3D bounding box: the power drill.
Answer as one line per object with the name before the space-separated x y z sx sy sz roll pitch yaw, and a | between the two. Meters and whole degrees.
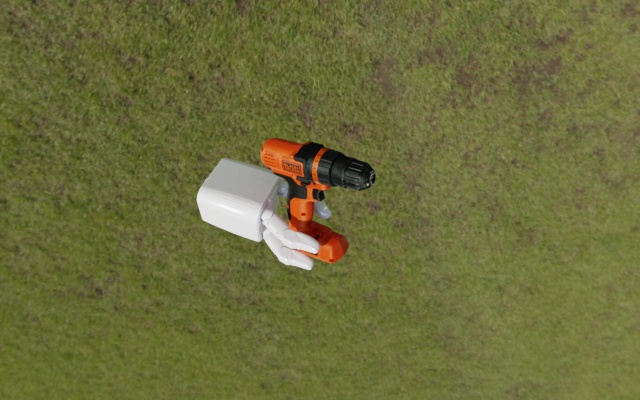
power drill | 0.000 0.003 0.719 0.184 0.188 0.057 19 41 30
